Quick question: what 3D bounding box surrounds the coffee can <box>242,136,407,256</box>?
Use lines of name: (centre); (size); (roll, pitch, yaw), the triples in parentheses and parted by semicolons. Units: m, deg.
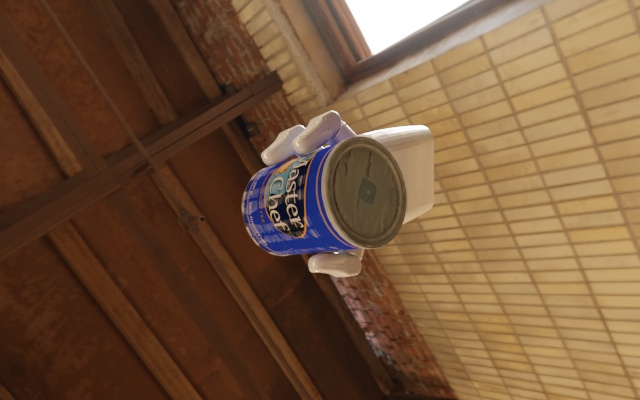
coffee can: (0.000, 0.002, 0.481); (0.103, 0.103, 0.140); (0, -8, -40)
